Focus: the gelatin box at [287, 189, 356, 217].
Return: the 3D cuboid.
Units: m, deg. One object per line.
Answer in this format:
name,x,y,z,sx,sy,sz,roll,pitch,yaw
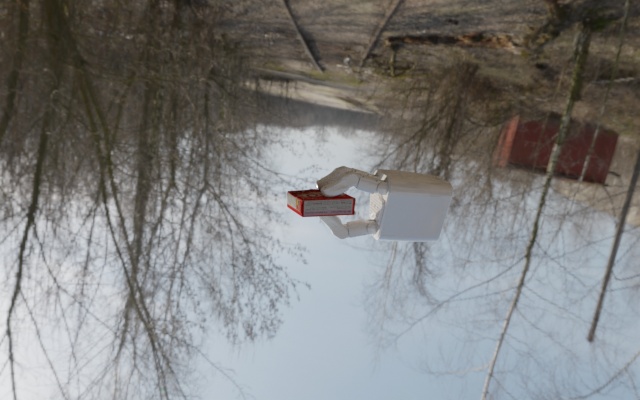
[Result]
gelatin box,0.000,0.003,0.747,0.089,0.030,0.073,-3,13,-22
